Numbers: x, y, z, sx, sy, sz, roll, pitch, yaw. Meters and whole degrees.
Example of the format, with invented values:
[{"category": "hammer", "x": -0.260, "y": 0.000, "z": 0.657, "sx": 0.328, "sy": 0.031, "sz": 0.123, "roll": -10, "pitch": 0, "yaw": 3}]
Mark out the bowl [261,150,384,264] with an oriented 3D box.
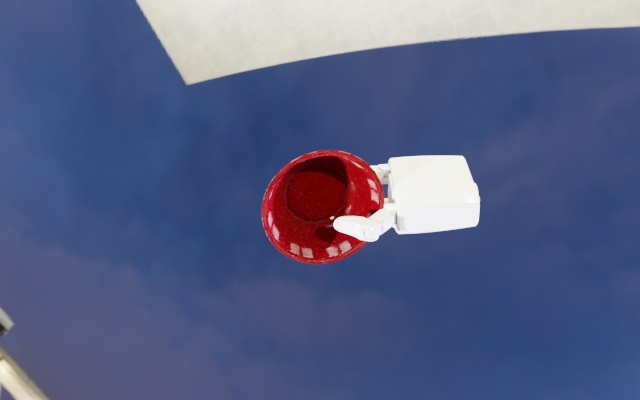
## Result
[{"category": "bowl", "x": -0.001, "y": 0.002, "z": 0.634, "sx": 0.162, "sy": 0.162, "sz": 0.055, "roll": 0, "pitch": 25, "yaw": -14}]
